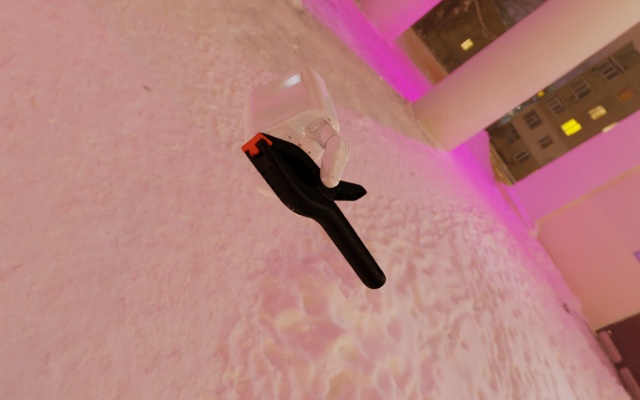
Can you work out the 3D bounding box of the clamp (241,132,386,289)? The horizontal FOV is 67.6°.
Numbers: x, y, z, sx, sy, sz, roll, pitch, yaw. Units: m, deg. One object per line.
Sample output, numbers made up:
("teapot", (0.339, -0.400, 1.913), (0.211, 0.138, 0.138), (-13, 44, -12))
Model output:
("clamp", (0.000, 0.001, 0.530), (0.036, 0.164, 0.210), (-36, -48, 23))
